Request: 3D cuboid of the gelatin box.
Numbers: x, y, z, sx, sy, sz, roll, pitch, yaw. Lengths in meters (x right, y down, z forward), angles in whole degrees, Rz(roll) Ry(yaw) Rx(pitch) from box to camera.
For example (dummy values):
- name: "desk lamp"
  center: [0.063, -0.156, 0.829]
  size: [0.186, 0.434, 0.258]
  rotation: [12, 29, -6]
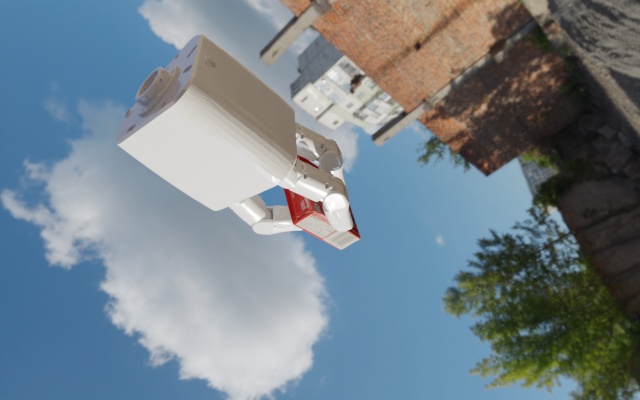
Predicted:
- name: "gelatin box"
  center: [0.000, 0.002, 0.488]
  size: [0.030, 0.073, 0.089]
  rotation: [-31, -37, 22]
